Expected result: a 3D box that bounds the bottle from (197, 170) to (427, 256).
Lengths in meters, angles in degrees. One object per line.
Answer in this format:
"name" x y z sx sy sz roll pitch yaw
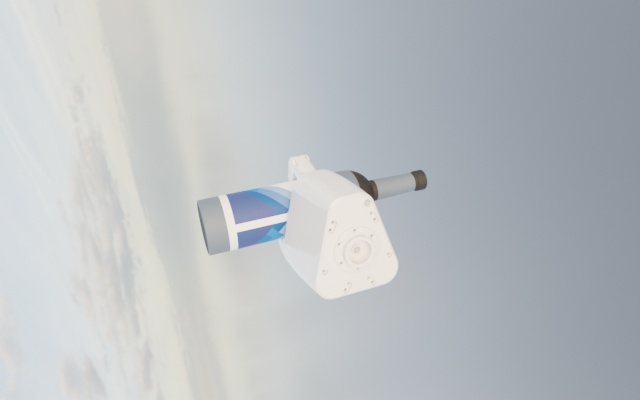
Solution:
"bottle" 0.000 0.002 0.600 0.295 0.069 0.069 -12 4 -17
